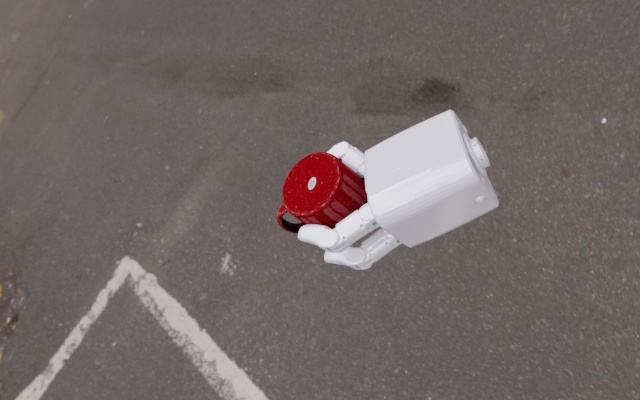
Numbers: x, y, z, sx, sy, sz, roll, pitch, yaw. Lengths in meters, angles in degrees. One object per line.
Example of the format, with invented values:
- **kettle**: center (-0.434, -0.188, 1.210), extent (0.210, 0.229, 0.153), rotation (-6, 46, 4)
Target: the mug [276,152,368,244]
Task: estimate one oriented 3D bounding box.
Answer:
- **mug**: center (-0.001, 0.002, 0.557), extent (0.117, 0.093, 0.081), rotation (-28, -39, 22)
